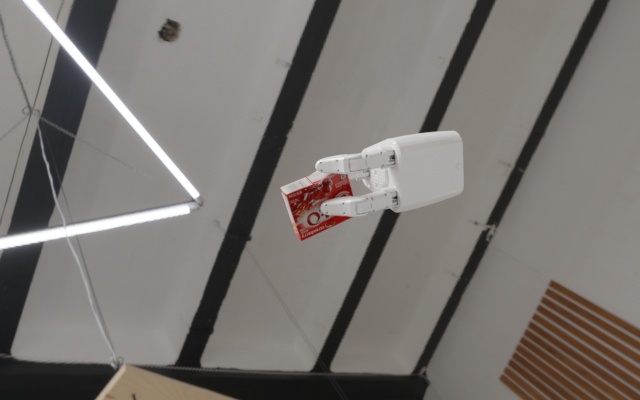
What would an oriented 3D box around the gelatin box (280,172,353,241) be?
[{"bbox_3d":[0.000,0.002,0.633,0.089,0.073,0.030,-23,29,-13],"label":"gelatin box"}]
